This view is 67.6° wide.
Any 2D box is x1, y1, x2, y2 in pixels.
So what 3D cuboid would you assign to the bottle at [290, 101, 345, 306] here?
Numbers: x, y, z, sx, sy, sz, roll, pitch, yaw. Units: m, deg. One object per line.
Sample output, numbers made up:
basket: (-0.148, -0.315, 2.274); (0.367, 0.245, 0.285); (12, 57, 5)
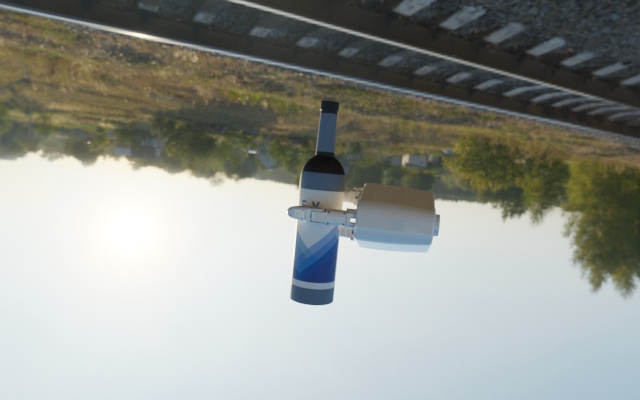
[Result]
bottle: (0.000, 0.003, 0.708); (0.069, 0.296, 0.069); (5, 4, 0)
